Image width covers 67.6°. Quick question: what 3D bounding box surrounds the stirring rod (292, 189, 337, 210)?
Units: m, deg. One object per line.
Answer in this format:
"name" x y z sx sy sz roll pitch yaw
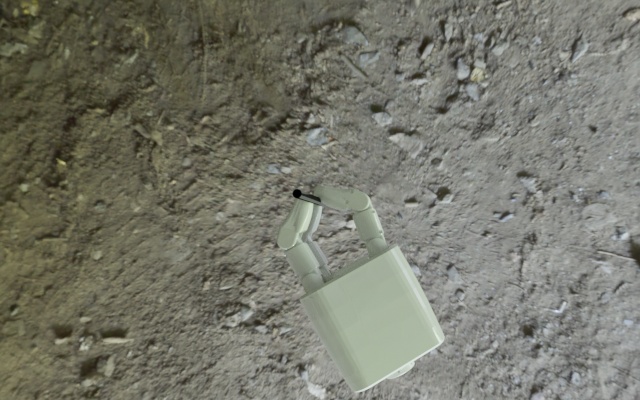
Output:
"stirring rod" 0.000 0.002 0.521 0.011 0.011 0.239 0 -4 10
